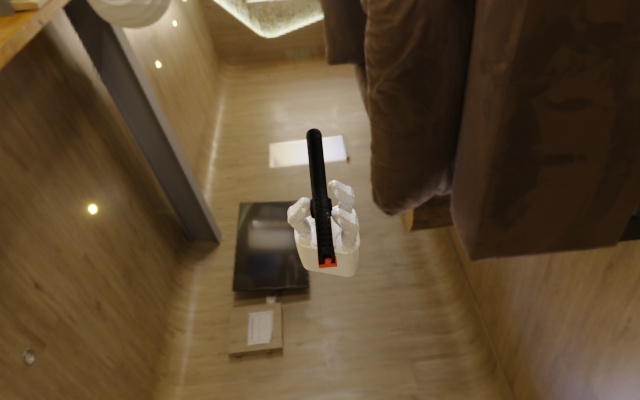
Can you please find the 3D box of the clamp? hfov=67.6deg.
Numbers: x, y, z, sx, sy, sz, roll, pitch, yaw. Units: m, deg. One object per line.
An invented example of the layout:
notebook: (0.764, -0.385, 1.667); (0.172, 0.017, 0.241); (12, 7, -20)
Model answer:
clamp: (-0.001, 0.003, 0.759); (0.036, 0.209, 0.165); (-6, -34, 0)
